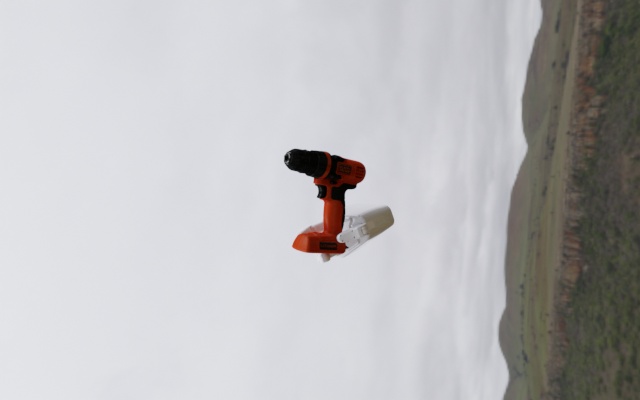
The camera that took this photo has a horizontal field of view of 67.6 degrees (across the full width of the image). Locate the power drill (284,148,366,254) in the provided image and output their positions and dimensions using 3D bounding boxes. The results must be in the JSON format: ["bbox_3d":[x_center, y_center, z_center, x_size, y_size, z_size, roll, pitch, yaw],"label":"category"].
[{"bbox_3d":[0.000,0.003,0.886,0.184,0.187,0.057,8,3,-38],"label":"power drill"}]
